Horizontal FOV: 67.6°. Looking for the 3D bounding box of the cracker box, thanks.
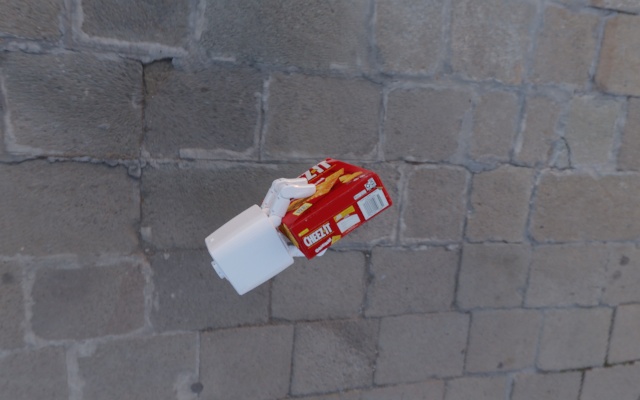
[{"bbox_3d":[0.000,0.003,0.826,0.164,0.072,0.213,-33,20,-10],"label":"cracker box"}]
